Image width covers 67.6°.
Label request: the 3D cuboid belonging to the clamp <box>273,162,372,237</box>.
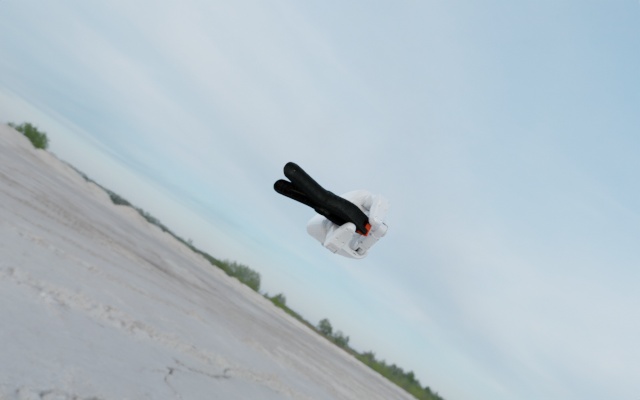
[{"bbox_3d":[0.001,0.002,0.747,0.171,0.039,0.120,36,-12,-13],"label":"clamp"}]
